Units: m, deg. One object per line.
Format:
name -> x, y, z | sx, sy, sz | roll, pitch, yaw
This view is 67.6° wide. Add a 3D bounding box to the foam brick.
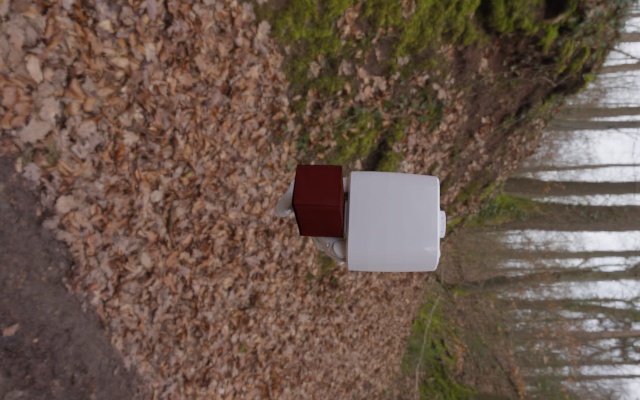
foam brick -> 0.000, 0.002, 0.535 | 0.051, 0.053, 0.078 | 2, -29, 7
